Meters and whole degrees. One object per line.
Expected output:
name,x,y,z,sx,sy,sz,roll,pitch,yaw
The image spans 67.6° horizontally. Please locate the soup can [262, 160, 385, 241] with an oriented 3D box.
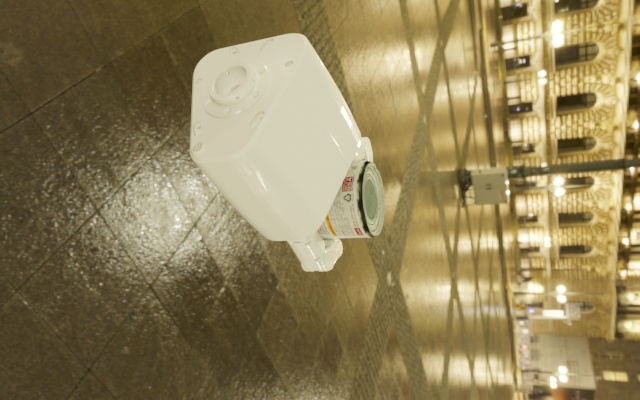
soup can,0.001,0.002,0.431,0.102,0.068,0.068,-4,-2,23
